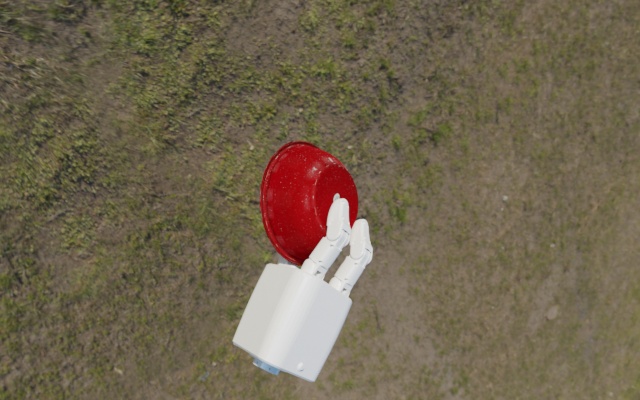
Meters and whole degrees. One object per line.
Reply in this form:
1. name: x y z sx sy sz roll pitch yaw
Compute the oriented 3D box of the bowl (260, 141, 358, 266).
1. bowl: 0.001 0.001 0.602 0.055 0.162 0.162 -5 -3 39
